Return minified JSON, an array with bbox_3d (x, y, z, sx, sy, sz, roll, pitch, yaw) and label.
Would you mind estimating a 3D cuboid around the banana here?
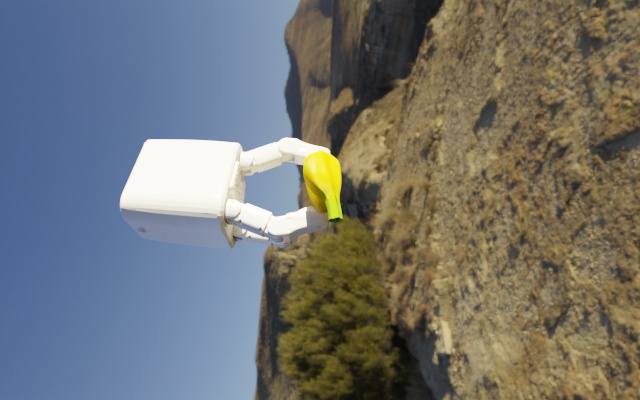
[{"bbox_3d":[0.000,-0.017,0.509,0.037,0.069,0.198,1,2,-1],"label":"banana"}]
